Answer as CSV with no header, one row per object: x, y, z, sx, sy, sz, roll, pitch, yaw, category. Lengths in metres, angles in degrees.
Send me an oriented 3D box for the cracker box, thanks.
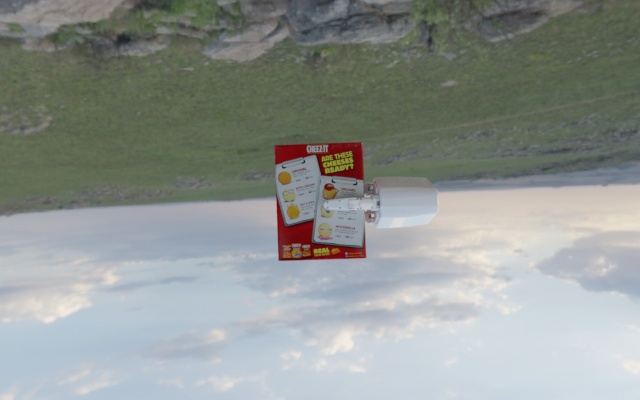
0.000,0.003,0.899,0.164,0.213,0.072,-2,0,-1,cracker box
